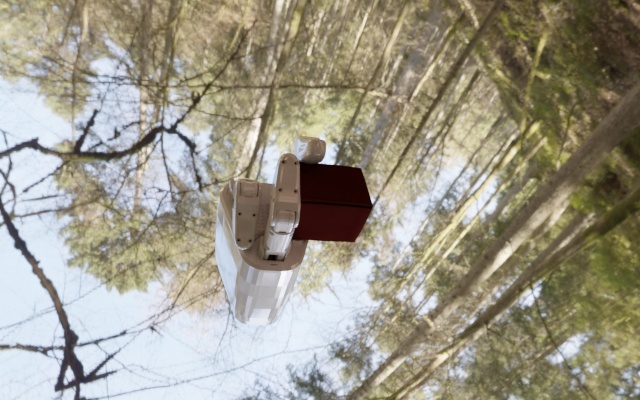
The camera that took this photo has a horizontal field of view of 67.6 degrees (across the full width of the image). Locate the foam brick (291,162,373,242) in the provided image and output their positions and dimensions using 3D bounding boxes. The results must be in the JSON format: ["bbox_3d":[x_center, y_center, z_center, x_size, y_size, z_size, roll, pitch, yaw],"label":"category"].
[{"bbox_3d":[0.000,0.001,0.441,0.078,0.053,0.051,5,-46,-14],"label":"foam brick"}]
